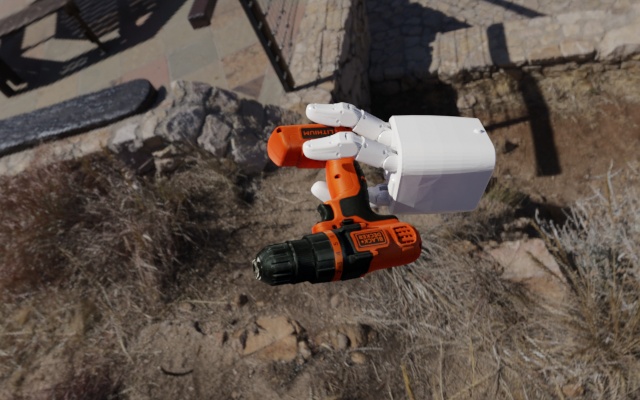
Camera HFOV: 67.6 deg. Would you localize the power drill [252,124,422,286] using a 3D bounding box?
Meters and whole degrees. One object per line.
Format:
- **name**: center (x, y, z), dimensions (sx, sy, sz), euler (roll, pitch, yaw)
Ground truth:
- **power drill**: center (0.000, 0.001, 0.526), dimensions (0.184, 0.187, 0.057), euler (-5, -32, -24)
